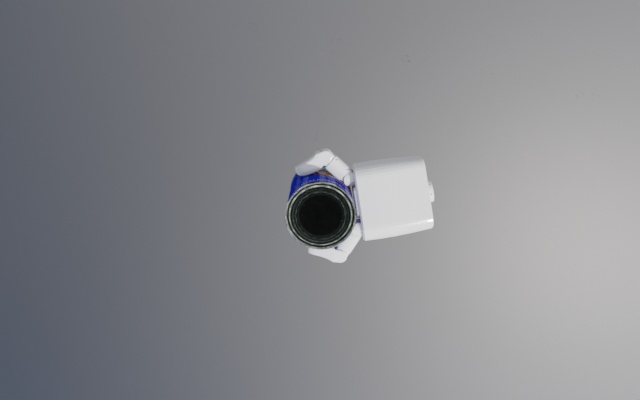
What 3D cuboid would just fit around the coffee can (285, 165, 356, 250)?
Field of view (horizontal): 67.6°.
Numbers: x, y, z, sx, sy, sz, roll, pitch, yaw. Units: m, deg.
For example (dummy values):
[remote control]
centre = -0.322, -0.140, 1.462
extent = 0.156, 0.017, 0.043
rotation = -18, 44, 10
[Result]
[coffee can]
centre = 0.000, 0.002, 0.744
extent = 0.103, 0.103, 0.140
rotation = 0, 17, 0
